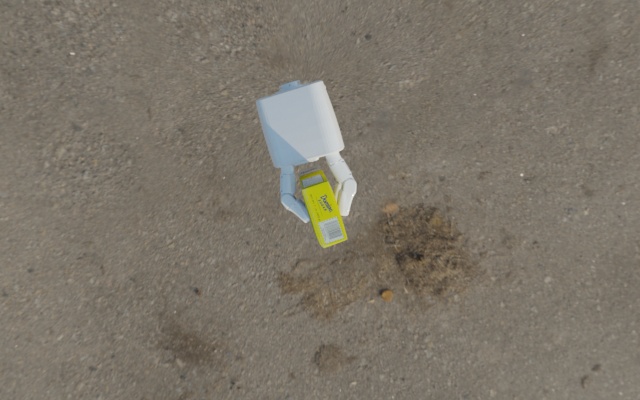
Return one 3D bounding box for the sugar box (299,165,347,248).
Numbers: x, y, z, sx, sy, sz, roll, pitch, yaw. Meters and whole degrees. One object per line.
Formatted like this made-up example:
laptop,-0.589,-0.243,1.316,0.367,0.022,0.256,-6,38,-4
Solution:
sugar box,0.001,0.002,0.752,0.048,0.093,0.176,-18,13,2
